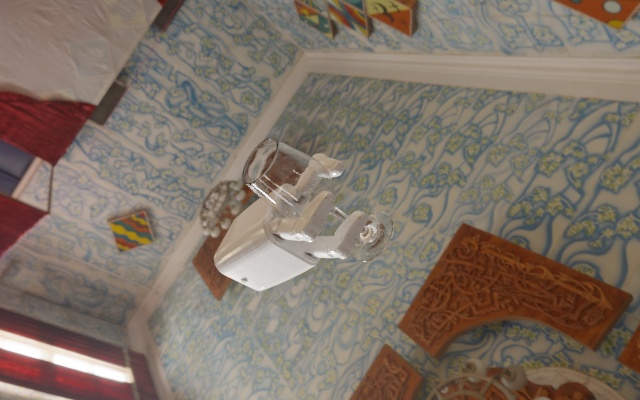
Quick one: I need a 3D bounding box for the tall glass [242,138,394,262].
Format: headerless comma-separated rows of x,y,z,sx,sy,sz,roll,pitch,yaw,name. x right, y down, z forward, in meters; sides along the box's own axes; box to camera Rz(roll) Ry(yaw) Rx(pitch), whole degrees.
0.001,0.002,0.591,0.201,0.079,0.079,34,-21,-33,tall glass
